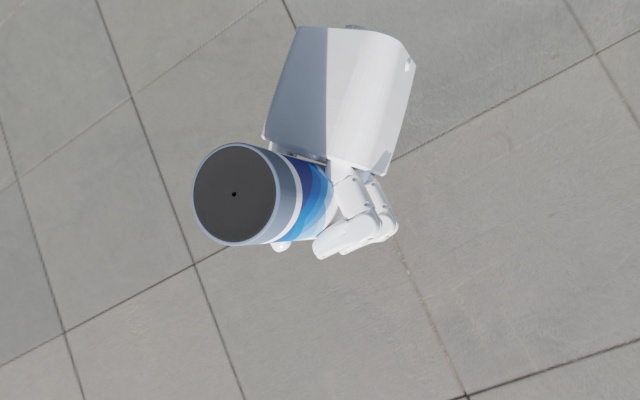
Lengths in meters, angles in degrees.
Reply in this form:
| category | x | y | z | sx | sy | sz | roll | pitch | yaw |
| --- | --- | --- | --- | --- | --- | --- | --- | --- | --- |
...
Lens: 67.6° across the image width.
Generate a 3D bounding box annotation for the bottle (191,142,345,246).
| category | x | y | z | sx | sy | sz | roll | pitch | yaw |
| --- | --- | --- | --- | --- | --- | --- | --- | --- | --- |
| bottle | 0.000 | 0.002 | 0.440 | 0.069 | 0.069 | 0.296 | 0 | -2 | 22 |
